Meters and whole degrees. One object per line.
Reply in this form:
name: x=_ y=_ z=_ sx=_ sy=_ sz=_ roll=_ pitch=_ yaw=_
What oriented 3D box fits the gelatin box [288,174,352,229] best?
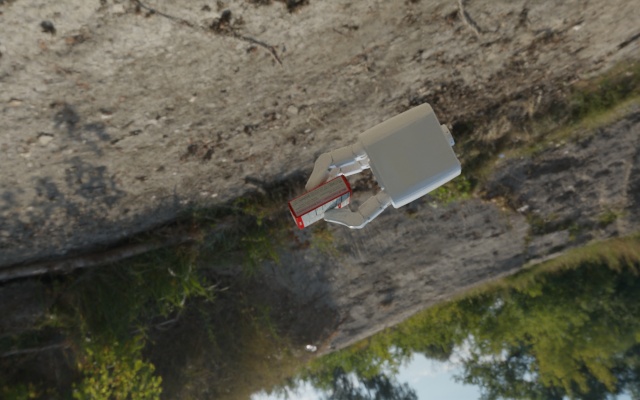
gelatin box: x=0.000 y=0.003 z=0.685 sx=0.089 sy=0.030 sz=0.073 roll=-28 pitch=-14 yaw=-5
